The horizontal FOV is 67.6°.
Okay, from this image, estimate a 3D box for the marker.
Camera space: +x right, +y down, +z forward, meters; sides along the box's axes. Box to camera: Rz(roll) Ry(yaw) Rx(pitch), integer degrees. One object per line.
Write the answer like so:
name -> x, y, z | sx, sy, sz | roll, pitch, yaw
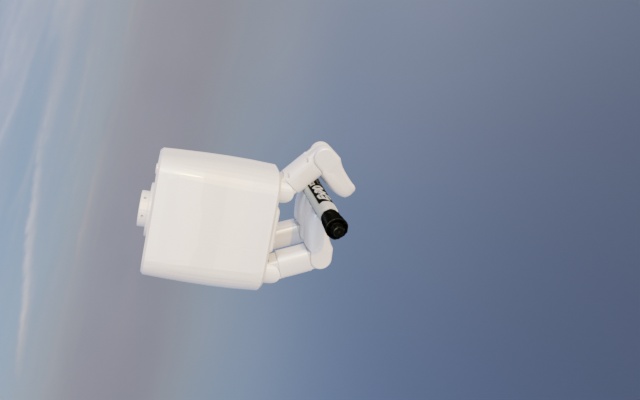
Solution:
marker -> 0.000, 0.001, 0.421 | 0.020, 0.020, 0.121 | 0, 23, -14
